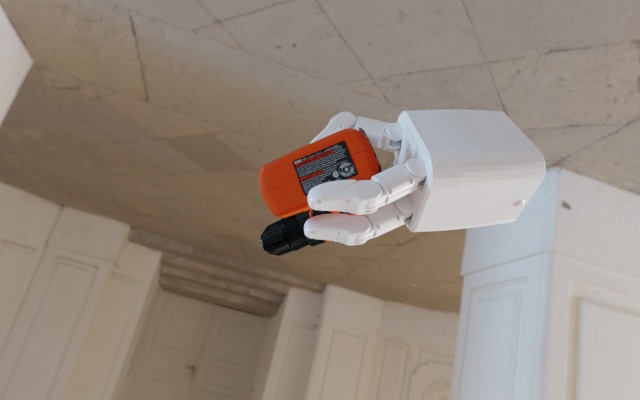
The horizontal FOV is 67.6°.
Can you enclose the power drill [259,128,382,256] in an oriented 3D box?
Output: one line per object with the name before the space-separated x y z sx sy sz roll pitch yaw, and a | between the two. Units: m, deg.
power drill | 0.000 0.001 0.502 0.184 0.057 0.188 -25 -16 5
